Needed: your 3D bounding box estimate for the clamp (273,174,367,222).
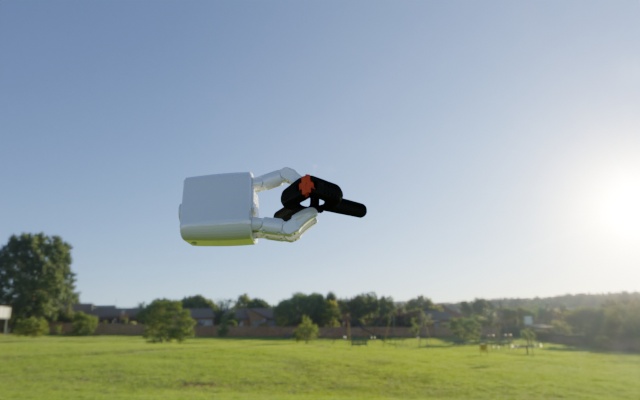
[{"bbox_3d":[0.000,0.002,0.758,0.164,0.036,0.210,-5,-15,-2],"label":"clamp"}]
